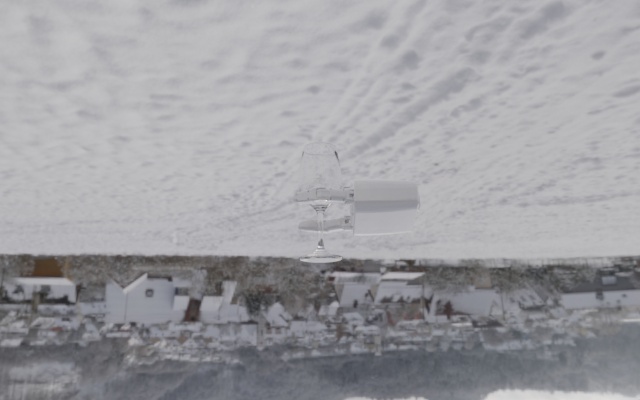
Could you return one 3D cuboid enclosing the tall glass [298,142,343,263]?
[{"bbox_3d":[0.000,0.003,0.828,0.079,0.201,0.079,-1,-16,0],"label":"tall glass"}]
